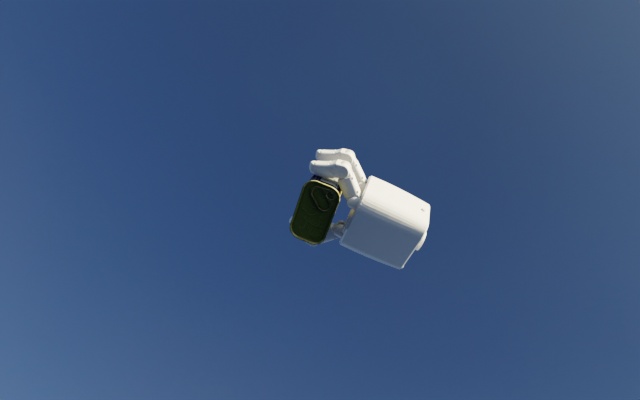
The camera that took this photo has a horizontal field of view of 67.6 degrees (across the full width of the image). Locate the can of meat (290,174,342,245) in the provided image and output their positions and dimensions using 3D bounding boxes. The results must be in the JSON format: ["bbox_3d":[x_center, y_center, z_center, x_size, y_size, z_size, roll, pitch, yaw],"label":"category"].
[{"bbox_3d":[0.000,0.002,0.732,0.057,0.102,0.084,22,28,4],"label":"can of meat"}]
